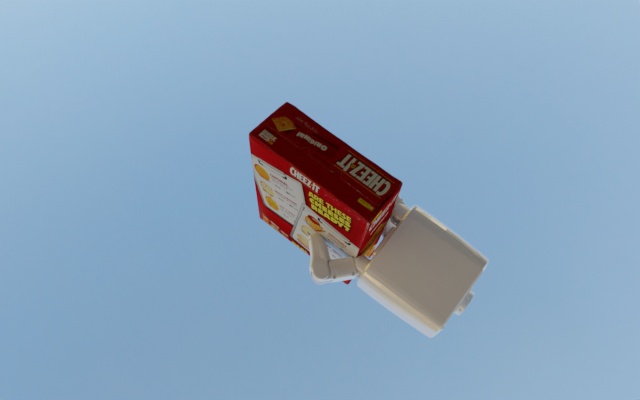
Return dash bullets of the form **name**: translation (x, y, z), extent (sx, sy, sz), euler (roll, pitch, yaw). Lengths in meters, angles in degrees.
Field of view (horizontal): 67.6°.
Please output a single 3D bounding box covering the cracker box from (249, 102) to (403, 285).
- **cracker box**: translation (0.000, 0.002, 0.592), extent (0.164, 0.072, 0.214), euler (36, -24, 14)
